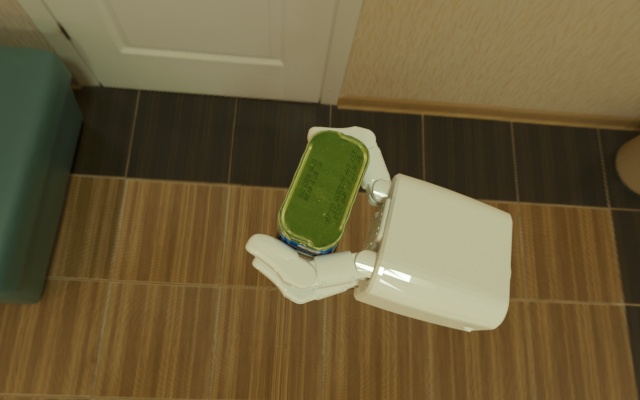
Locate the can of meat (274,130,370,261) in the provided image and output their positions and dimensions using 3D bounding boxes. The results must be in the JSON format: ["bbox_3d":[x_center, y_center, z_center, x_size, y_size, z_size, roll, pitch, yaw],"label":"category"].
[{"bbox_3d":[0.000,0.001,0.403,0.057,0.102,0.084,21,-18,1],"label":"can of meat"}]
